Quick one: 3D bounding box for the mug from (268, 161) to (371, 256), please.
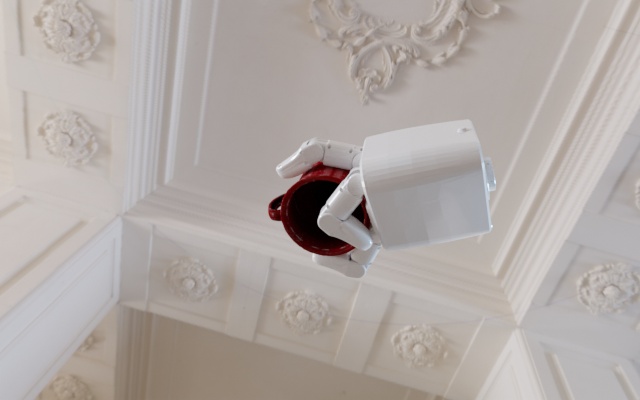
[{"bbox_3d":[-0.001,0.002,0.522,0.117,0.093,0.081,-9,24,15],"label":"mug"}]
